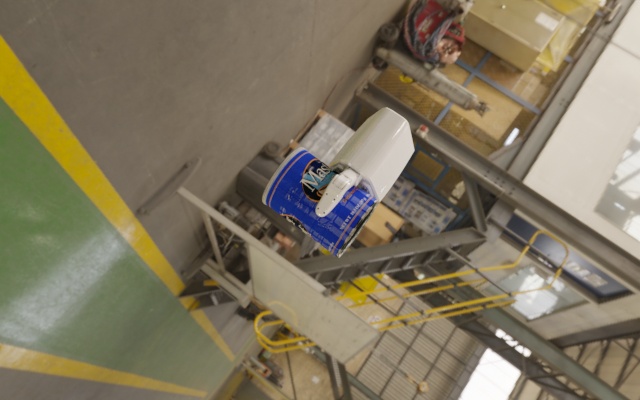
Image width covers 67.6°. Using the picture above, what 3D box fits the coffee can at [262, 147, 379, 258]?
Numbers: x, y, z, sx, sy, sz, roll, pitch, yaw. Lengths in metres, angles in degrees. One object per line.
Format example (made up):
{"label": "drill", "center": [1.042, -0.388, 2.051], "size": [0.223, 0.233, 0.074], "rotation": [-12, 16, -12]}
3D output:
{"label": "coffee can", "center": [0.000, 0.002, 0.705], "size": [0.140, 0.103, 0.103], "rotation": [36, 7, 9]}
